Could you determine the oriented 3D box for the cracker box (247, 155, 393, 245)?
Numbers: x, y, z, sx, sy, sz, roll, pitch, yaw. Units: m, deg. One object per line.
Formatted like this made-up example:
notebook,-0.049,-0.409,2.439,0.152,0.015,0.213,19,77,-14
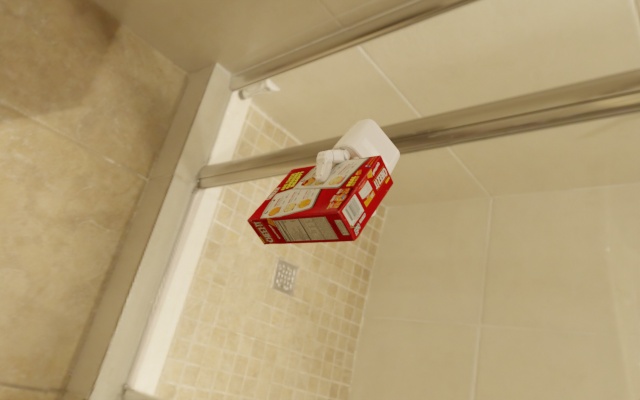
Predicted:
cracker box,0.000,0.003,0.853,0.214,0.072,0.164,-7,33,40
